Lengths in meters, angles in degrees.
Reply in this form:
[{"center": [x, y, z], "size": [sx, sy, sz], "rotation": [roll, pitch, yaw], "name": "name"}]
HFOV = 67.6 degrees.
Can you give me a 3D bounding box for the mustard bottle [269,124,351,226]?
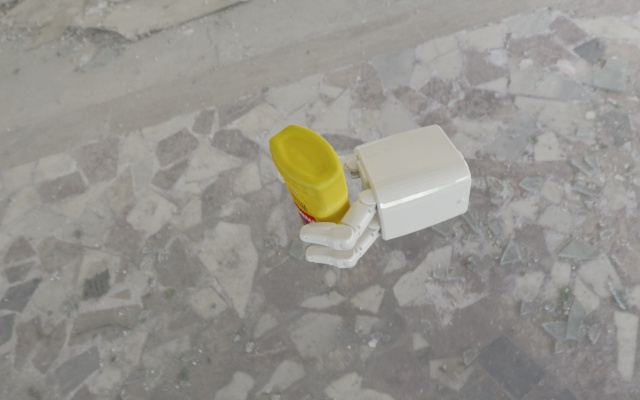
[{"center": [0.000, 0.002, 0.562], "size": [0.096, 0.058, 0.192], "rotation": [44, -14, 31], "name": "mustard bottle"}]
